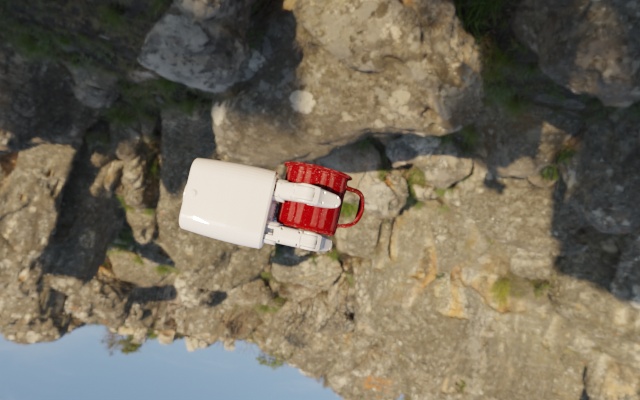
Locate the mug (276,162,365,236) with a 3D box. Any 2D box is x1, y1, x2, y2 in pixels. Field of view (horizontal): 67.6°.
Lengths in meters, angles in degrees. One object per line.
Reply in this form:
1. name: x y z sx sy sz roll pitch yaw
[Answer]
1. mug: 0.001 0.003 0.634 0.117 0.081 0.093 13 -4 2
